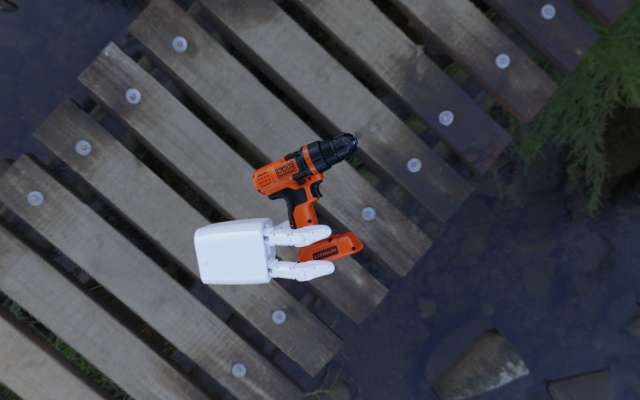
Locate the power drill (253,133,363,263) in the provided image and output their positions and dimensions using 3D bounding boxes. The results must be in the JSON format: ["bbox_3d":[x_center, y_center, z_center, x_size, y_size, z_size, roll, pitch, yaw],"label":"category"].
[{"bbox_3d":[0.000,0.003,0.764,0.184,0.187,0.057,-23,-4,18],"label":"power drill"}]
